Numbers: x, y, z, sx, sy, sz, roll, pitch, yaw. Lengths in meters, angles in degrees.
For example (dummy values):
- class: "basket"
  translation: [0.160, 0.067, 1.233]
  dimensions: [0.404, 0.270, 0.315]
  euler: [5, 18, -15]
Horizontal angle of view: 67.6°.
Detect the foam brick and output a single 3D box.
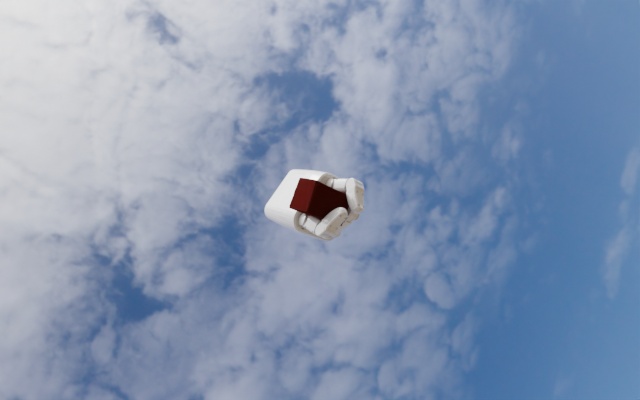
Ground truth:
- class: "foam brick"
  translation: [0.000, 0.002, 0.753]
  dimensions: [0.078, 0.053, 0.051]
  euler: [24, -6, -38]
